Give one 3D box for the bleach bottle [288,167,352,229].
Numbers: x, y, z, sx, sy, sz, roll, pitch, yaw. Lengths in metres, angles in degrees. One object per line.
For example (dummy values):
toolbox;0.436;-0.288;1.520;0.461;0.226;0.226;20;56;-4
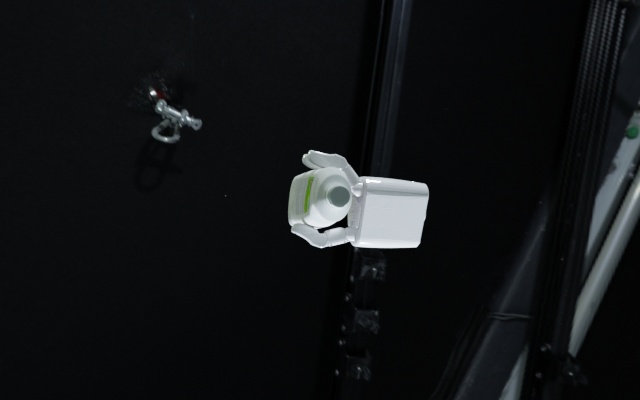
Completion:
bleach bottle;0.000;0.002;0.742;0.068;0.102;0.251;4;0;-11
